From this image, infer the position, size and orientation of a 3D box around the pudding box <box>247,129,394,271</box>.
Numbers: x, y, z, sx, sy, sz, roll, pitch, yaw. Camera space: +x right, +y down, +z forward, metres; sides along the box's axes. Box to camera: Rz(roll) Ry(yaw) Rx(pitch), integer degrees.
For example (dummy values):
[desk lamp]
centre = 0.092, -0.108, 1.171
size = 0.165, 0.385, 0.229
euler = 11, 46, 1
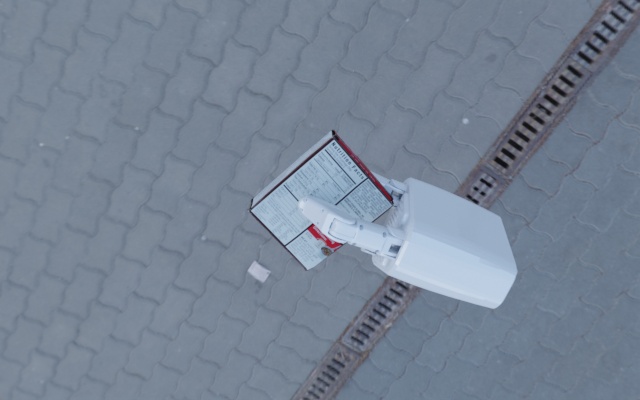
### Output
[pudding box]
centre = 0.000, 0.002, 0.464
size = 0.113, 0.090, 0.039
euler = -40, 13, 11
